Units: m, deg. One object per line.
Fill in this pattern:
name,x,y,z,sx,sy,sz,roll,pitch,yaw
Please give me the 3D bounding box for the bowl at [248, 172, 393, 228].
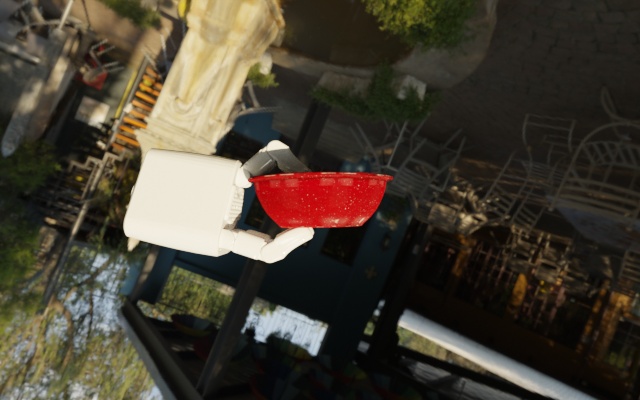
bowl,0.001,0.002,0.533,0.162,0.055,0.162,-1,-2,0
